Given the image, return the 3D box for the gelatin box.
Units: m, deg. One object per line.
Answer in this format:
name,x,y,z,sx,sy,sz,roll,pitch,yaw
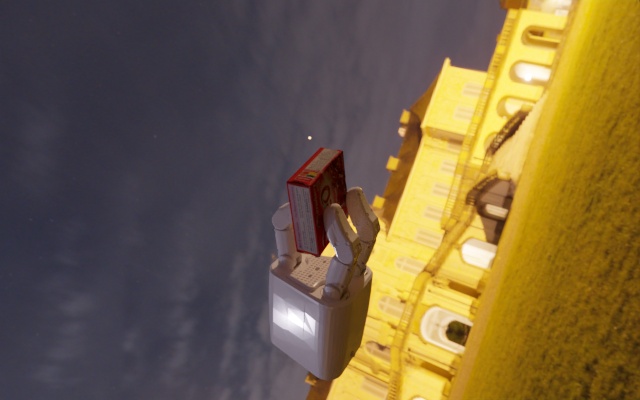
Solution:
gelatin box,0.000,0.001,0.490,0.030,0.089,0.073,11,37,26
